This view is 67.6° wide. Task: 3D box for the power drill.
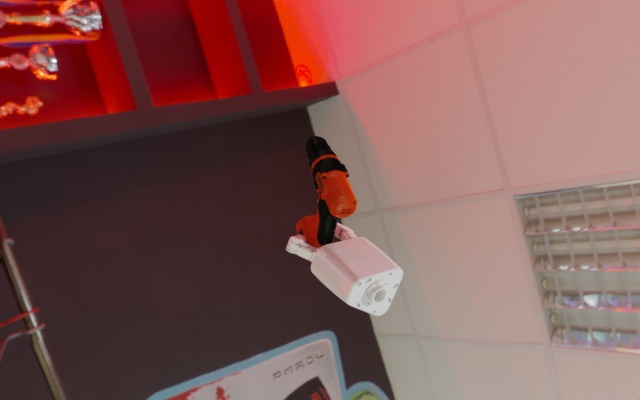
[{"bbox_3d":[0.000,0.003,0.848,0.057,0.188,0.184,-4,45,-17],"label":"power drill"}]
